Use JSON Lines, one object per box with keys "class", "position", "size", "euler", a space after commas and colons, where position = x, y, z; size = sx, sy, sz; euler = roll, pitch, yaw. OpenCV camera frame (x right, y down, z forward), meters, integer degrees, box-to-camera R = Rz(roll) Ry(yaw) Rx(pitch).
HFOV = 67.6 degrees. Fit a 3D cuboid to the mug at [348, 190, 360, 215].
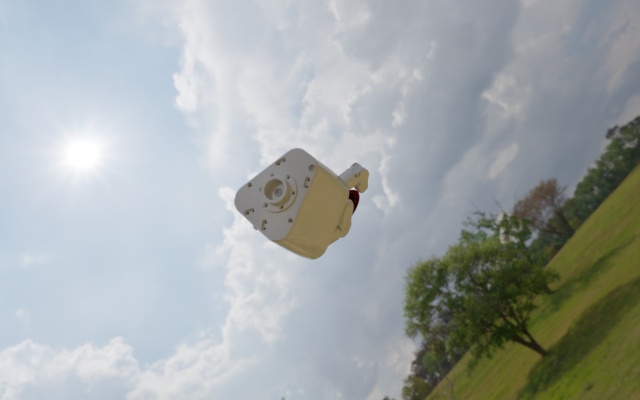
{"class": "mug", "position": [0.000, 0.003, 0.707], "size": [0.081, 0.093, 0.117], "euler": [41, 0, 25]}
